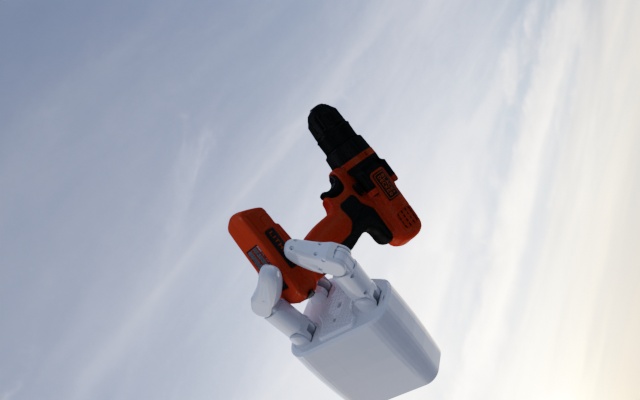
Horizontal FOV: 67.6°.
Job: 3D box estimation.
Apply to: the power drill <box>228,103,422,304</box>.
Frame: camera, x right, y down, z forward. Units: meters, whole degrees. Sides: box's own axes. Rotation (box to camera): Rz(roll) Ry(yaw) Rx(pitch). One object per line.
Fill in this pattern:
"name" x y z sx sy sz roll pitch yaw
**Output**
"power drill" 0.000 0.002 0.499 0.187 0.184 0.057 -35 -4 -31
